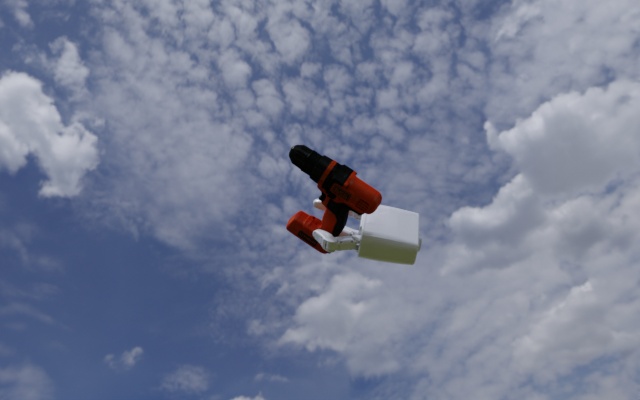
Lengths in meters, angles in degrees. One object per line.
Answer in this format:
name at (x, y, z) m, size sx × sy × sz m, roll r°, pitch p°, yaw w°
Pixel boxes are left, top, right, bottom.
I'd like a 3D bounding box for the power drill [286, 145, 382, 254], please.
power drill at (0.000, 0.003, 0.884) m, size 0.184 × 0.188 × 0.057 m, roll 34°, pitch 46°, yaw 5°
